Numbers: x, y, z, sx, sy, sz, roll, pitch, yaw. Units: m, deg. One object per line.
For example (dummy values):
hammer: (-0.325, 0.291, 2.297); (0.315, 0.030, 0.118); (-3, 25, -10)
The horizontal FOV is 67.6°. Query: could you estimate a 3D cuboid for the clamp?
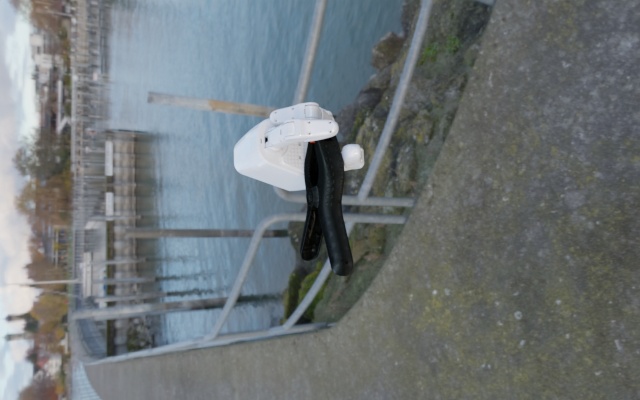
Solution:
clamp: (0.000, 0.002, 0.565); (0.039, 0.171, 0.120); (1, -7, -28)
